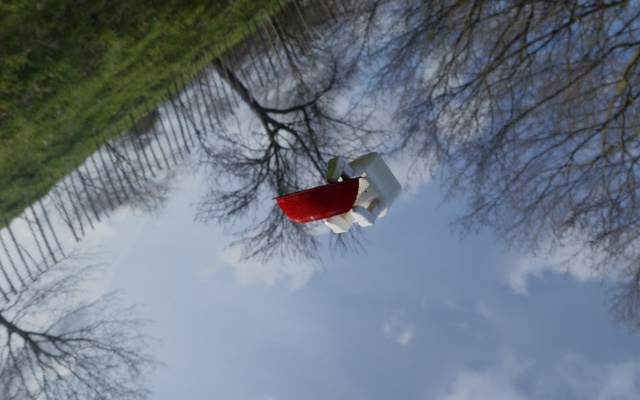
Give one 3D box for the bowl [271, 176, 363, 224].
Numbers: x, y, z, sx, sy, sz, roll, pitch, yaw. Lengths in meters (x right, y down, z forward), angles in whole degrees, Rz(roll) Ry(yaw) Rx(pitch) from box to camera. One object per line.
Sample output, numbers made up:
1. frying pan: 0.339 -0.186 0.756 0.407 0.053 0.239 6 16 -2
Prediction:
1. bowl: -0.001 0.003 0.822 0.162 0.055 0.162 -13 1 0
